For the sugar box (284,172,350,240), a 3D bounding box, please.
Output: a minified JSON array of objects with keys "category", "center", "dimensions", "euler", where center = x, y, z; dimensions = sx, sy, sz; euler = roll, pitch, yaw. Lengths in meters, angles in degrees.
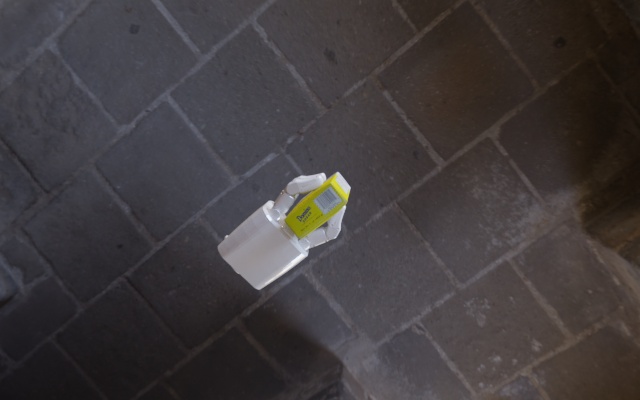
[{"category":"sugar box","center":[0.000,0.002,0.780],"dimensions":[0.093,0.048,0.176],"euler":[-38,6,9]}]
